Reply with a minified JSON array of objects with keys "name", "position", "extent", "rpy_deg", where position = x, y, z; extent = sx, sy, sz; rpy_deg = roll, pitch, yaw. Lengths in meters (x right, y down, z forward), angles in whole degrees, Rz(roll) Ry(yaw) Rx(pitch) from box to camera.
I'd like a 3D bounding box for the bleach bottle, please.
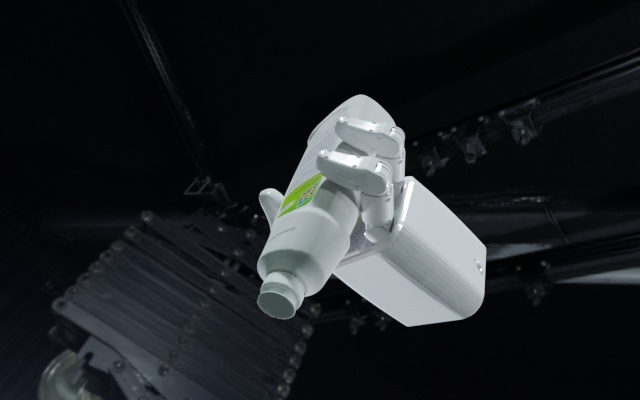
[{"name":"bleach bottle","position":[0.000,0.001,0.429],"extent":[0.103,0.068,0.250],"rpy_deg":[-39,17,39]}]
